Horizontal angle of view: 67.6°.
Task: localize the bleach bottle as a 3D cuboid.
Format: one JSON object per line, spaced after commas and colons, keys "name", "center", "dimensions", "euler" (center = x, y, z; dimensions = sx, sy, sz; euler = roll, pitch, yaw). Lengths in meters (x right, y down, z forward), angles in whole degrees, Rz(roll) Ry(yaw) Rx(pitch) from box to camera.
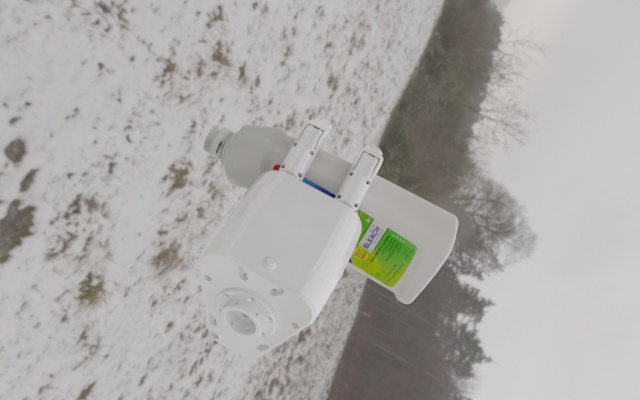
{"name": "bleach bottle", "center": [0.000, 0.001, 0.471], "dimensions": [0.251, 0.103, 0.068], "euler": [27, 41, 3]}
